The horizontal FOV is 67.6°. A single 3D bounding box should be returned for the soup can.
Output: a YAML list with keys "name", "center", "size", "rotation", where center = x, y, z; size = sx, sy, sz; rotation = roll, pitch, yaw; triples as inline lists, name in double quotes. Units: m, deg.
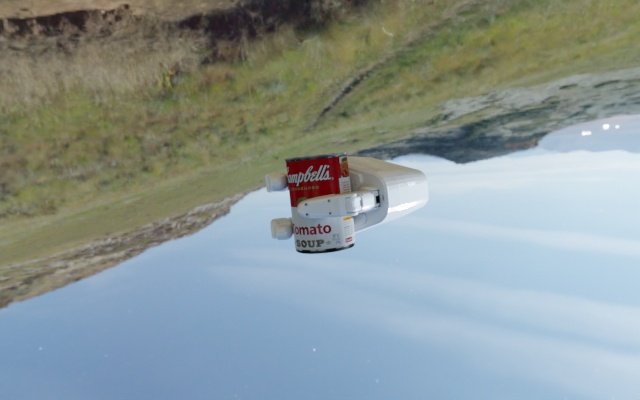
- name: "soup can"
  center: [0.000, 0.002, 0.521]
  size: [0.068, 0.102, 0.068]
  rotation: [-6, 5, 0]
